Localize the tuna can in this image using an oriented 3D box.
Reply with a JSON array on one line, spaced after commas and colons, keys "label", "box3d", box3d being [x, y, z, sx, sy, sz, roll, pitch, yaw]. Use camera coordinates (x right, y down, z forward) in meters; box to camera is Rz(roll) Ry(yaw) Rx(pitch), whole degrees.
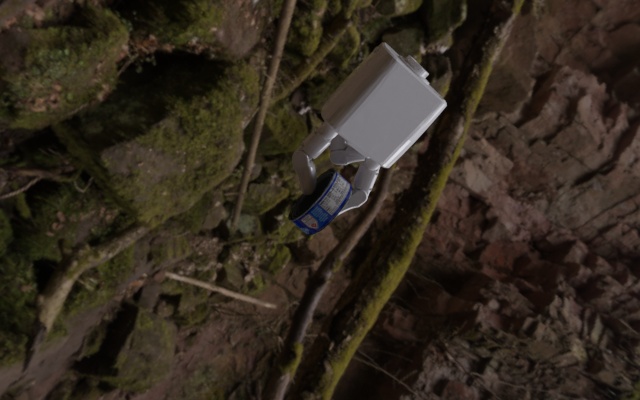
[{"label": "tuna can", "box3d": [0.000, 0.002, 0.603, 0.034, 0.086, 0.086, 42, -12, -14]}]
